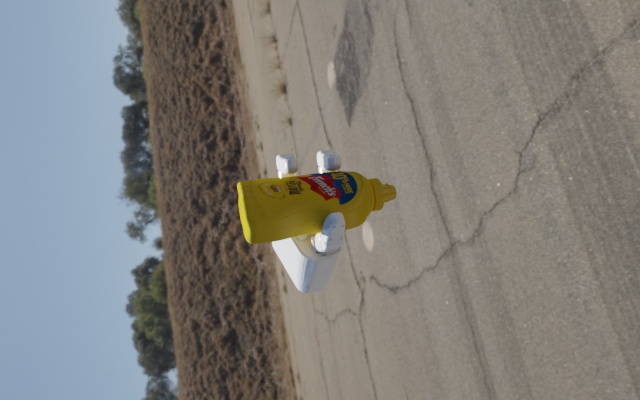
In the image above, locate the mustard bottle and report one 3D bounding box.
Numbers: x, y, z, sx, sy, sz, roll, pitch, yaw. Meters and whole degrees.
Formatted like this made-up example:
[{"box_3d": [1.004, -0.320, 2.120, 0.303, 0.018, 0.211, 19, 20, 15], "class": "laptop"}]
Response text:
[{"box_3d": [0.000, 0.002, 0.578, 0.191, 0.058, 0.096, -7, 31, -13], "class": "mustard bottle"}]
